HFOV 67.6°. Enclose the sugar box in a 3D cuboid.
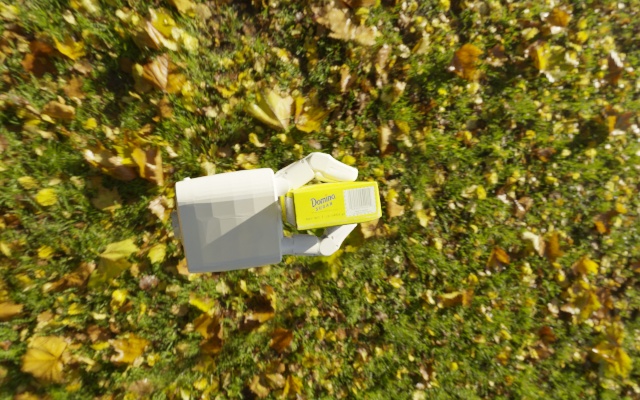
[{"bbox_3d":[0.000,0.001,0.574,0.093,0.048,0.176,-7,6,-12],"label":"sugar box"}]
